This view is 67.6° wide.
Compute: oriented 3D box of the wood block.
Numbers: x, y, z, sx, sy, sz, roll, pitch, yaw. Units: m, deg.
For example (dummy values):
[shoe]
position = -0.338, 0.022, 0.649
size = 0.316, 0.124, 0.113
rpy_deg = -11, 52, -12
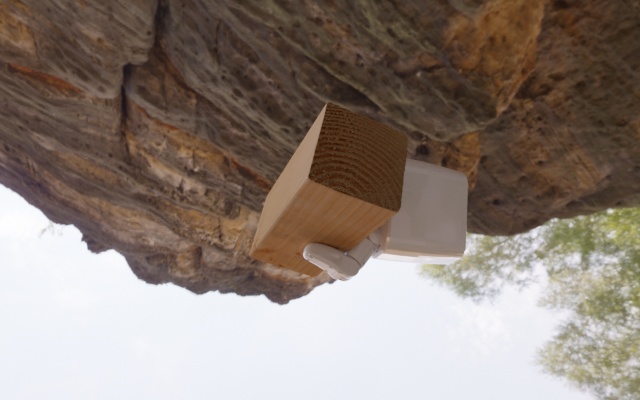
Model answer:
[wood block]
position = 0.000, 0.002, 0.514
size = 0.090, 0.090, 0.206
rpy_deg = 20, -31, -13
